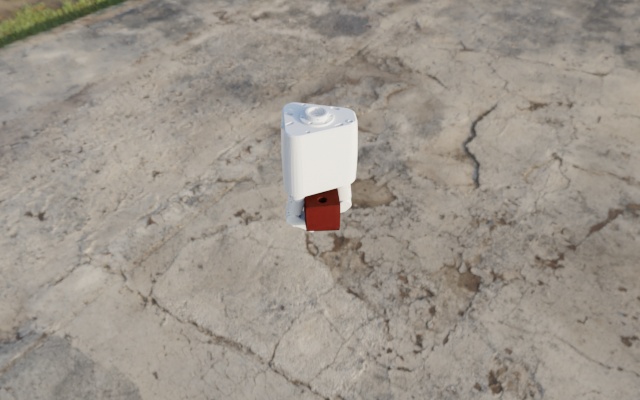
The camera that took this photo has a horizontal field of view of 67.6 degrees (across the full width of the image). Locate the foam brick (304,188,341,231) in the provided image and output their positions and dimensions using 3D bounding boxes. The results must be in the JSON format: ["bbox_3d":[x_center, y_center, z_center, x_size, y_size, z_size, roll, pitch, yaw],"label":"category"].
[{"bbox_3d":[0.000,0.003,0.735,0.053,0.051,0.078,-4,43,-5],"label":"foam brick"}]
